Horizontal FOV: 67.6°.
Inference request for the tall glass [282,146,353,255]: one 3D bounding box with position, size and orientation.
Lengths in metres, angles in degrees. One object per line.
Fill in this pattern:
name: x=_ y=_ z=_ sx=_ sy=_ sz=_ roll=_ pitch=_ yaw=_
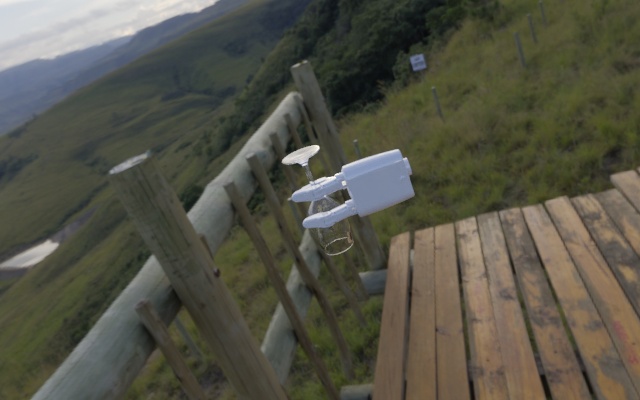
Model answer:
tall glass: x=0.000 y=0.002 z=0.897 sx=0.079 sy=0.201 sz=0.079 roll=-19 pitch=21 yaw=8
